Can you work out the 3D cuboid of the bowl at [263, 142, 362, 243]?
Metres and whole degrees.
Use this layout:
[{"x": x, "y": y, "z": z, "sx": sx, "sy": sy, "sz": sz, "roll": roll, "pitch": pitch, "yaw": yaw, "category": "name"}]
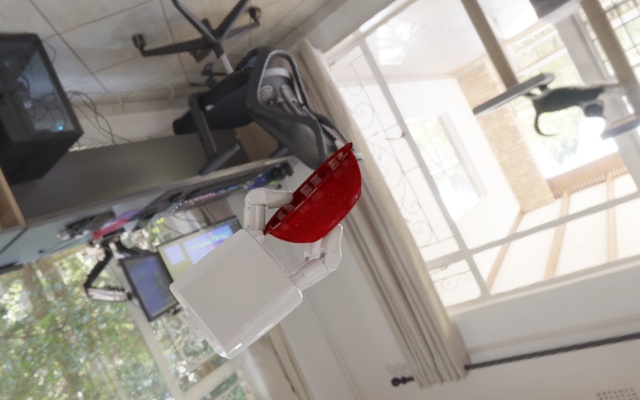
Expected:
[{"x": 0.001, "y": 0.001, "z": 0.602, "sx": 0.055, "sy": 0.162, "sz": 0.162, "roll": 44, "pitch": -8, "yaw": -8, "category": "bowl"}]
